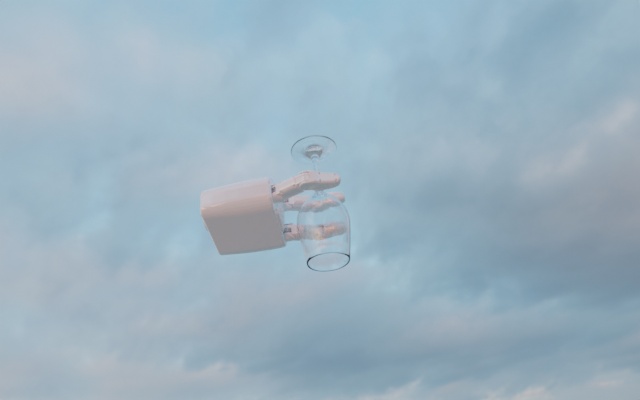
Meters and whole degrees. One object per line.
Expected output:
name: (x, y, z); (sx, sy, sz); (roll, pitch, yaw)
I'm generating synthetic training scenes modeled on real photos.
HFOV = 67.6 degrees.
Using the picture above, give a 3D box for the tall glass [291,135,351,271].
tall glass: (0.000, 0.002, 0.715); (0.079, 0.201, 0.079); (-6, -32, -4)
